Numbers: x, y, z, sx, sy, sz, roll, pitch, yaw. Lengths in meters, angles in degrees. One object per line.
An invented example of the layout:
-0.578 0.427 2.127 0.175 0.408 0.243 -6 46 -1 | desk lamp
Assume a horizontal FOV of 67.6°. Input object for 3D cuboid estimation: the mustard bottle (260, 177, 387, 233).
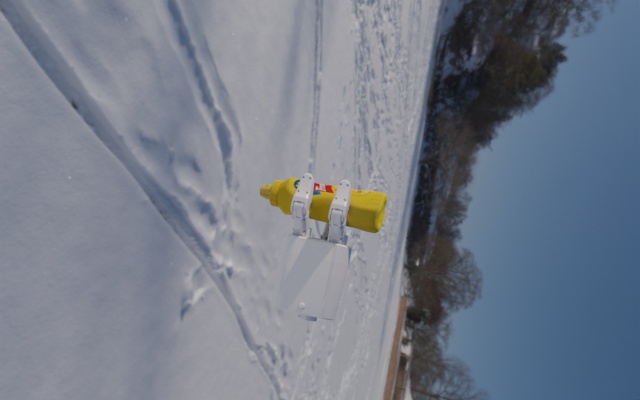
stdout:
0.000 0.002 0.721 0.191 0.058 0.096 10 16 13 | mustard bottle
